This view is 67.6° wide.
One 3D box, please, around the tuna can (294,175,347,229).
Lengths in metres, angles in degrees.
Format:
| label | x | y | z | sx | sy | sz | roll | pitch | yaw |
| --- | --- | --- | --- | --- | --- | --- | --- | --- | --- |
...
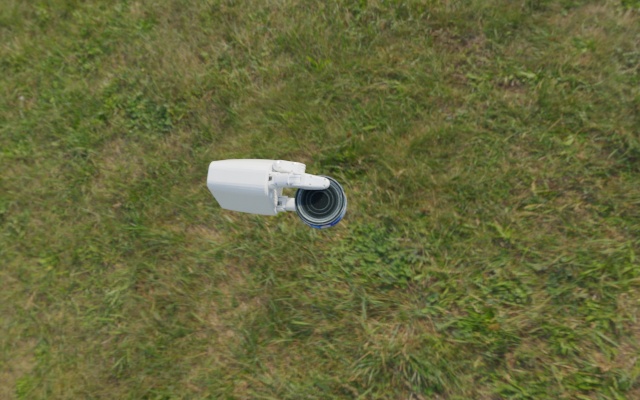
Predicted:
| label | x | y | z | sx | sy | sz | roll | pitch | yaw |
| --- | --- | --- | --- | --- | --- | --- | --- | --- | --- |
| tuna can | 0.000 | 0.002 | 0.787 | 0.086 | 0.086 | 0.034 | 0 | -12 | 6 |
